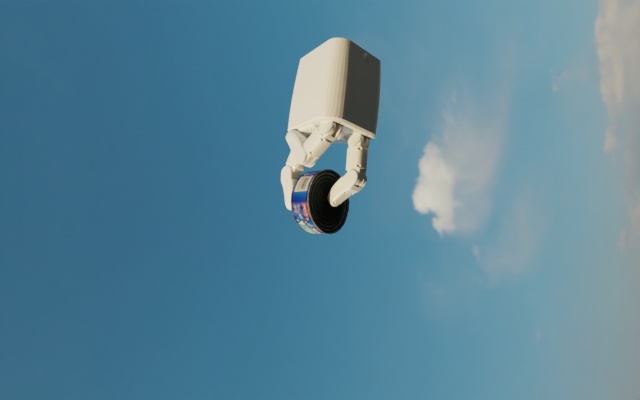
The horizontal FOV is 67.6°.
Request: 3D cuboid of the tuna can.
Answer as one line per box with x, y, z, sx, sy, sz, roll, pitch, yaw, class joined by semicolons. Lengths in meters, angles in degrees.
0.000;0.002;0.640;0.034;0.086;0.086;-3;-2;40;tuna can
